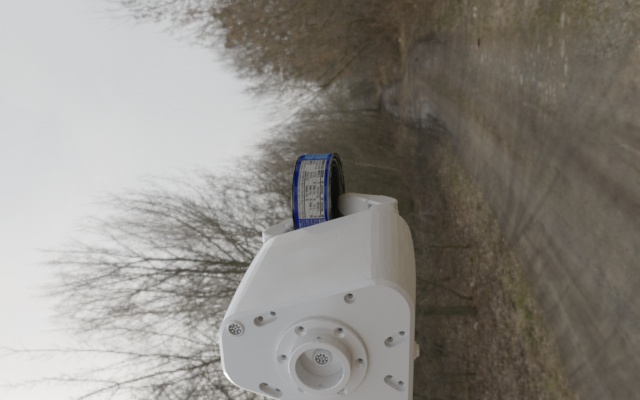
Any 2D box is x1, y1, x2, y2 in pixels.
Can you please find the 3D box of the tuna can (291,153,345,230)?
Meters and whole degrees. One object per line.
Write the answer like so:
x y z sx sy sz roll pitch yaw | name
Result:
0.000 0.001 0.423 0.034 0.086 0.086 -2 0 11 | tuna can
